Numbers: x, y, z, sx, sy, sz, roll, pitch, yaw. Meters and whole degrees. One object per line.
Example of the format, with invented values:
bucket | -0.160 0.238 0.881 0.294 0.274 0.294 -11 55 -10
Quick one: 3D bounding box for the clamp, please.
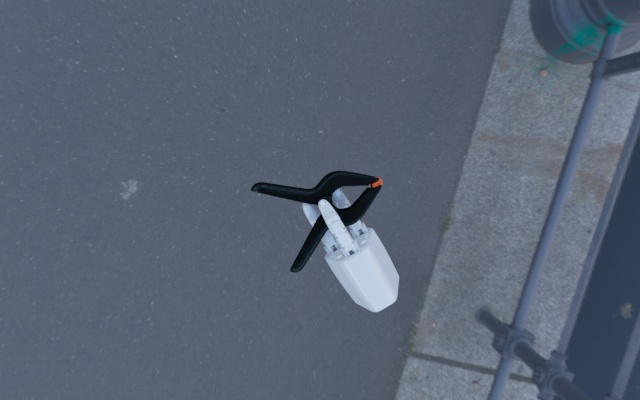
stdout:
clamp | 0.001 0.003 0.792 0.210 0.164 0.036 -31 11 2
